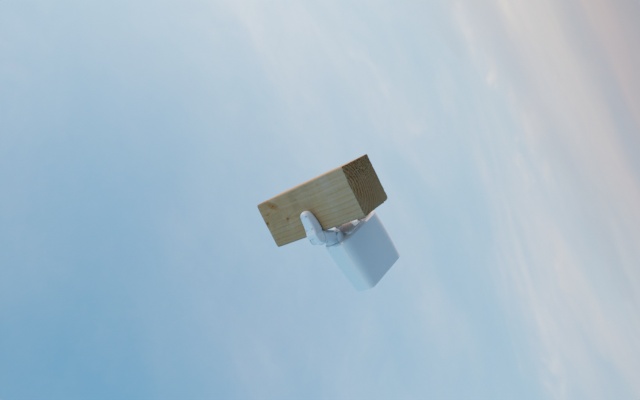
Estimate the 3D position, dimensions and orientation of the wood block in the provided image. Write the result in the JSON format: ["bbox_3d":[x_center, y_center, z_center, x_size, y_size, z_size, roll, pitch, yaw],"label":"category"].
[{"bbox_3d":[0.000,0.003,0.847,0.206,0.090,0.090,-23,6,38],"label":"wood block"}]
